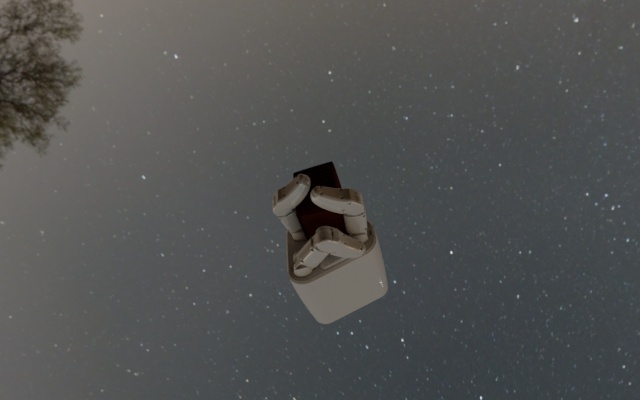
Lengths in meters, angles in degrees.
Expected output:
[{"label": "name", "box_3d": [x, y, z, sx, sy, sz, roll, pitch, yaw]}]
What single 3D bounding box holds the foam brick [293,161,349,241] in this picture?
[{"label": "foam brick", "box_3d": [0.000, 0.002, 0.576, 0.053, 0.078, 0.051, -15, -46, 8]}]
